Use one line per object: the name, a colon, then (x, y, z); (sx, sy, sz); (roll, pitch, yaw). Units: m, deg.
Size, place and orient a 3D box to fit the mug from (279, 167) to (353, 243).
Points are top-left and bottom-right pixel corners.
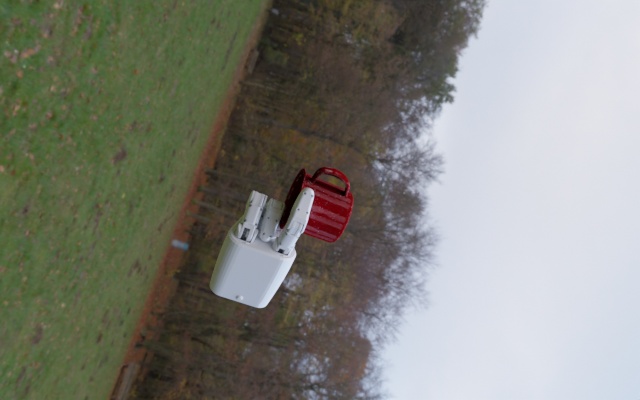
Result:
mug: (0.001, 0.001, 0.685); (0.081, 0.117, 0.093); (21, 32, -13)
